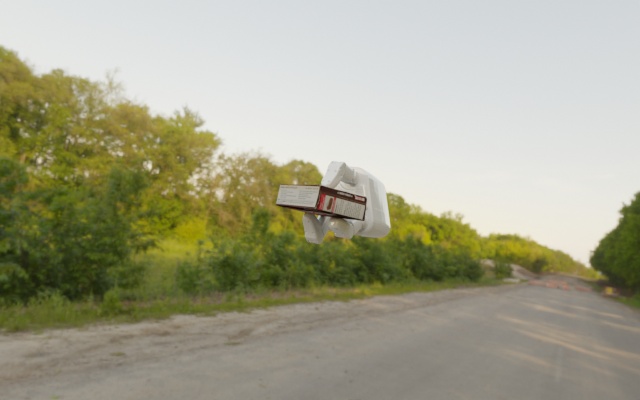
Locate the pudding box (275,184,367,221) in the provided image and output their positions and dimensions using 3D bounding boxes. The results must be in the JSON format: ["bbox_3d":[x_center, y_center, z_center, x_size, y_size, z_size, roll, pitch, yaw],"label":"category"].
[{"bbox_3d":[0.000,0.002,0.708,0.090,0.039,0.113,13,-7,-34],"label":"pudding box"}]
